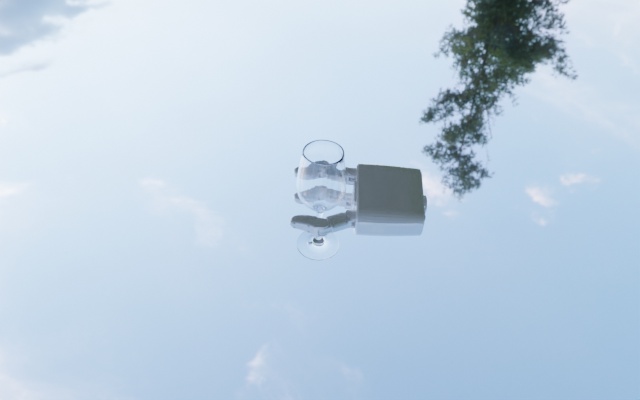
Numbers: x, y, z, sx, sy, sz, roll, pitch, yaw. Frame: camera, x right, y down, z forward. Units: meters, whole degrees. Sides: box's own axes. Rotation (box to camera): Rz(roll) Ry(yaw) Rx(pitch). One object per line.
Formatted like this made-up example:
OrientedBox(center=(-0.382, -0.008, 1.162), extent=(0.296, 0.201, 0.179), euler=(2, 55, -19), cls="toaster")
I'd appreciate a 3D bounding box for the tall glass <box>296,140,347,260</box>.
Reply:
OrientedBox(center=(0.000, 0.003, 0.761), extent=(0.079, 0.201, 0.079), euler=(2, 43, -1), cls="tall glass")
